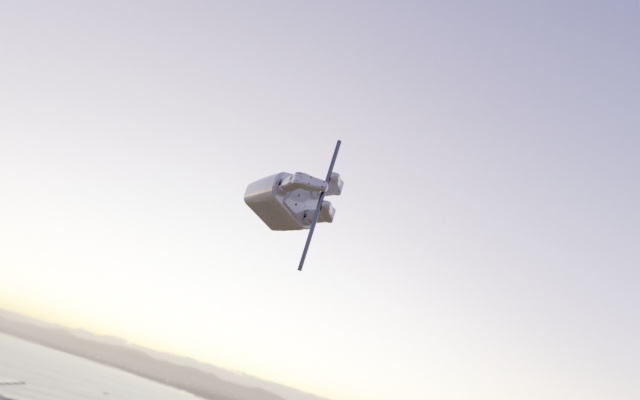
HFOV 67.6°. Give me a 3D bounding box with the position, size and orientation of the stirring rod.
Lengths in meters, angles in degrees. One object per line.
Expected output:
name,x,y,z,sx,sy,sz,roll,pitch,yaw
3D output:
stirring rod,0.000,0.003,0.789,0.011,0.239,0.011,15,-22,6
